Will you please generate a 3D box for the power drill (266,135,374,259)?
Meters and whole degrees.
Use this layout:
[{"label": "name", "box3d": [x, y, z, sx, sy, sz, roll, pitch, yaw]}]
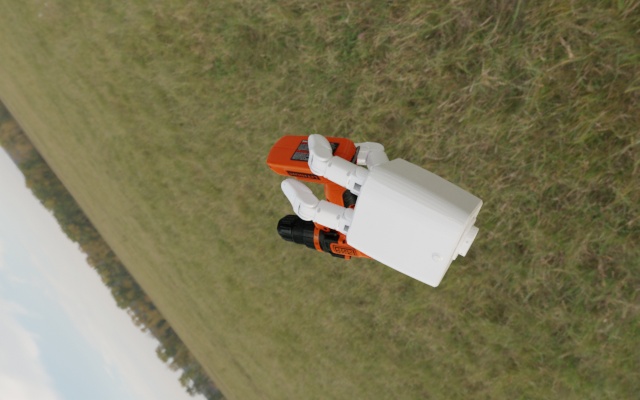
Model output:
[{"label": "power drill", "box3d": [0.000, 0.002, 0.616, 0.184, 0.057, 0.188, 6, -38, 27]}]
